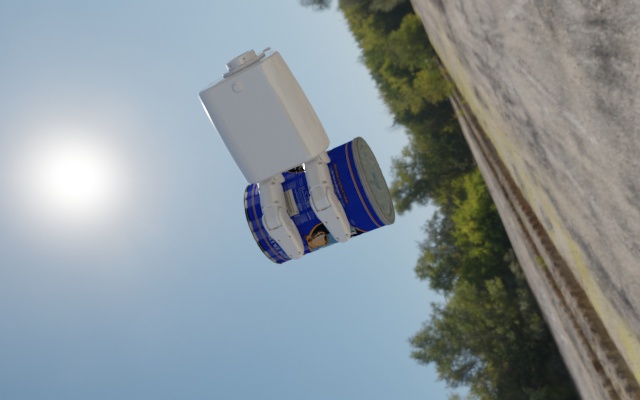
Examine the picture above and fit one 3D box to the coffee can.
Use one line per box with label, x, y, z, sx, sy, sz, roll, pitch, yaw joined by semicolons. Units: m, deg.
coffee can;0.000;0.002;0.541;0.140;0.103;0.103;-22;-7;17
